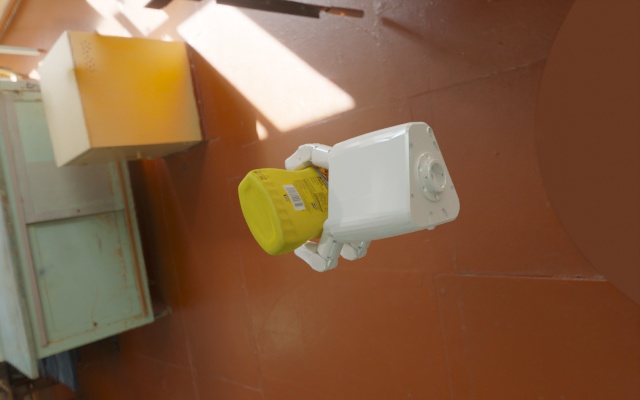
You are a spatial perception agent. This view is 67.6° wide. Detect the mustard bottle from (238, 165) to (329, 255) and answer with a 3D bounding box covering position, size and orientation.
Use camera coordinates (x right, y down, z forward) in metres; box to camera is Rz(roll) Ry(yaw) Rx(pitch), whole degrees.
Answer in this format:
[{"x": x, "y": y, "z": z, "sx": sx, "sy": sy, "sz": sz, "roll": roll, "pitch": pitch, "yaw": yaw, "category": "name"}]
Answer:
[{"x": 0.000, "y": 0.002, "z": 0.581, "sx": 0.191, "sy": 0.096, "sz": 0.058, "roll": -10, "pitch": -26, "yaw": -44, "category": "mustard bottle"}]
